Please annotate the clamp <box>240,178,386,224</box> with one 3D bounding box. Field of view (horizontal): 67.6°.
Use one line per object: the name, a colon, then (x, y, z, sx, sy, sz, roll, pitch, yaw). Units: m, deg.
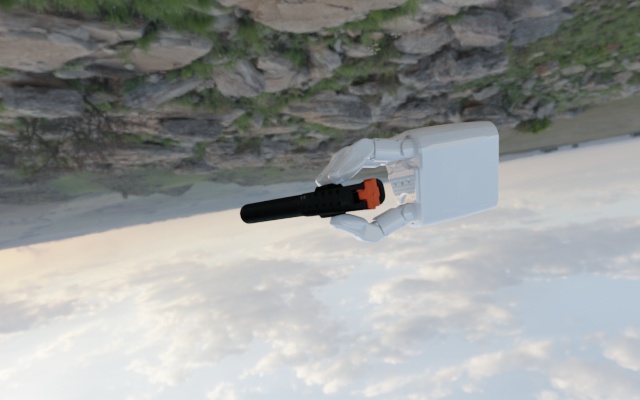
clamp: (0.001, 0.002, 0.530, 0.164, 0.036, 0.210, -11, 1, -15)
